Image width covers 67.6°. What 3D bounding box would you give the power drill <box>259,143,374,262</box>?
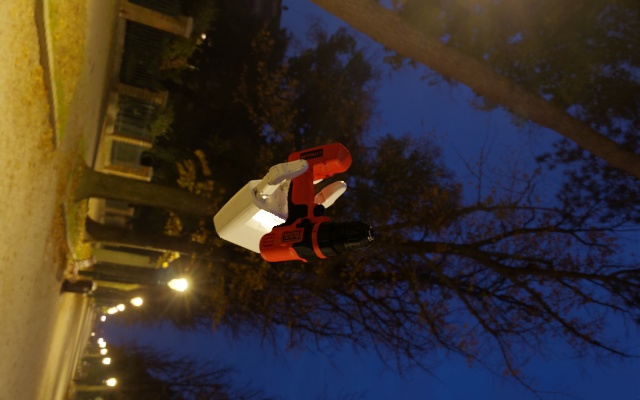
[{"bbox_3d":[0.000,0.002,0.731,0.184,0.187,0.057,-9,-38,27],"label":"power drill"}]
